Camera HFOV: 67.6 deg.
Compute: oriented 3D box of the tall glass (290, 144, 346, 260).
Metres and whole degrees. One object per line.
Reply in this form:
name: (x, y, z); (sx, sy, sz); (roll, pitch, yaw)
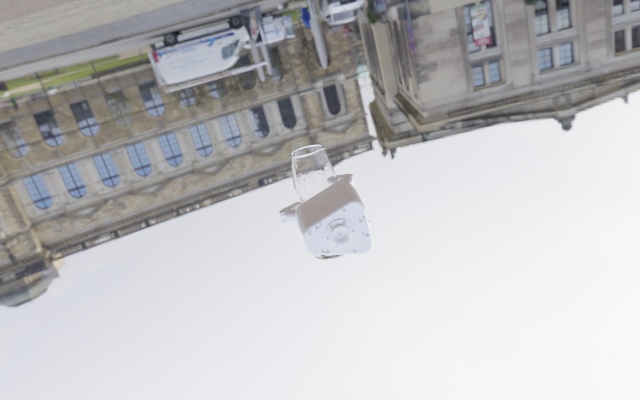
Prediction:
tall glass: (0.000, 0.003, 0.865); (0.079, 0.201, 0.079); (-13, 19, 5)
